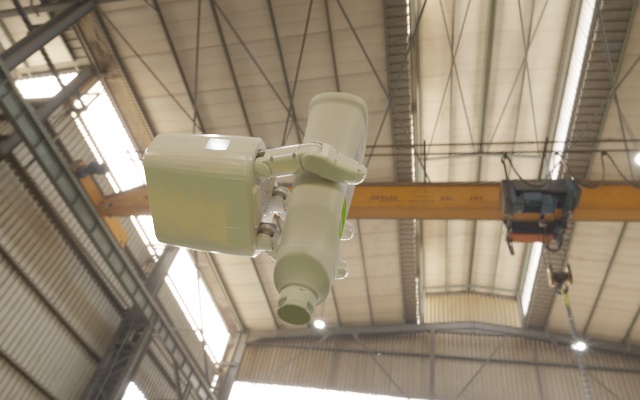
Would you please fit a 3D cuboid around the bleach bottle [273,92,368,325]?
[{"bbox_3d":[0.000,0.002,0.467,0.068,0.103,0.250,5,43,9],"label":"bleach bottle"}]
